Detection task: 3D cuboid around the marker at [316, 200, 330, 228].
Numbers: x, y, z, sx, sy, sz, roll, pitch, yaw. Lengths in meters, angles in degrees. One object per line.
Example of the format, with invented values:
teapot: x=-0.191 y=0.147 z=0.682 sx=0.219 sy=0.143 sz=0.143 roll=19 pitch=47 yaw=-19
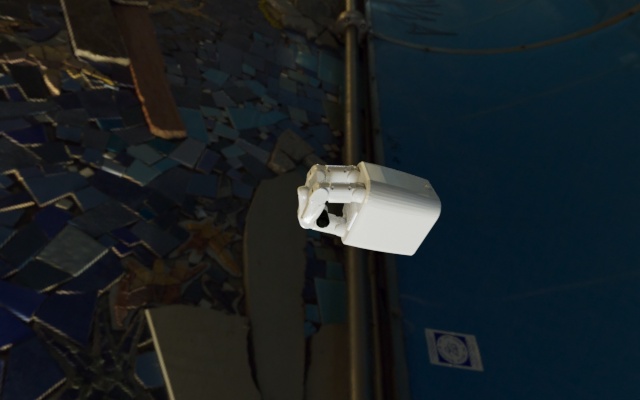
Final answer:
marker: x=0.000 y=0.002 z=0.678 sx=0.020 sy=0.020 sz=0.121 roll=0 pitch=29 yaw=-4
